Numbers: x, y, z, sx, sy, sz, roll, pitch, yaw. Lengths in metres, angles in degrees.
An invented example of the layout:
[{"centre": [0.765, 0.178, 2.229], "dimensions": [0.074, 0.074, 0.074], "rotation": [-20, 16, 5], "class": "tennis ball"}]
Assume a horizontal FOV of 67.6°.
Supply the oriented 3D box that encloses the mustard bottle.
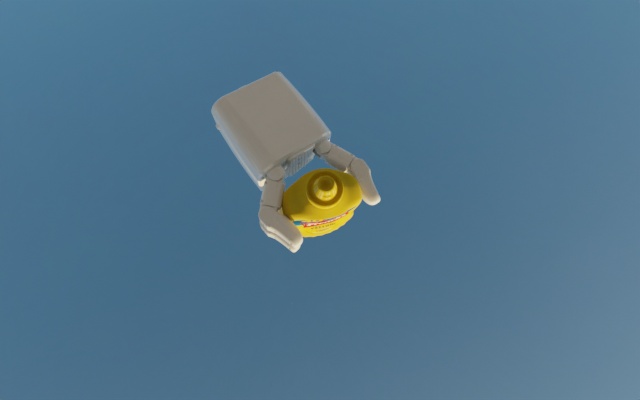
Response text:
[{"centre": [0.000, 0.002, 0.581], "dimensions": [0.096, 0.058, 0.192], "rotation": [-11, -11, -6], "class": "mustard bottle"}]
